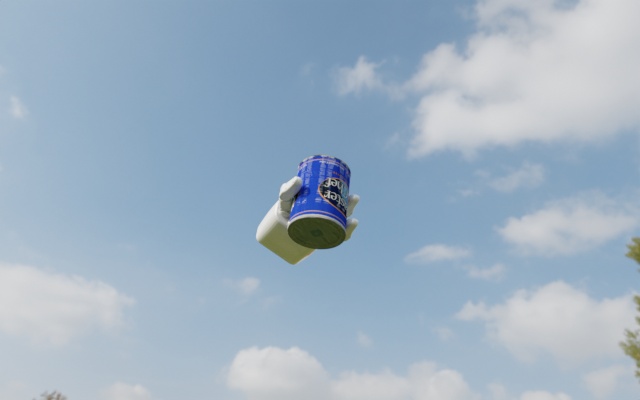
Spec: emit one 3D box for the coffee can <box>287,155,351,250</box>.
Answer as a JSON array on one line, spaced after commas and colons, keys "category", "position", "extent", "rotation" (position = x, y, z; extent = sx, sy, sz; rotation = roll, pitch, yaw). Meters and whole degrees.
[{"category": "coffee can", "position": [0.000, 0.003, 0.866], "extent": [0.103, 0.140, 0.103], "rotation": [5, -37, 4]}]
